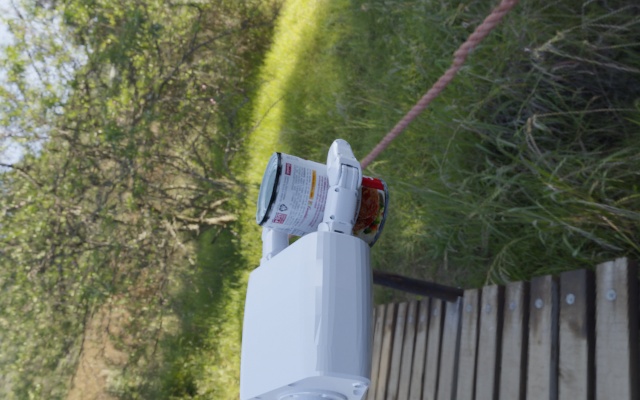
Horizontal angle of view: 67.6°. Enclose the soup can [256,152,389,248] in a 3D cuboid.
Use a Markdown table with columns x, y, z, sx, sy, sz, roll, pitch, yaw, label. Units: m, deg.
| x | y | z | sx | sy | sz | roll | pitch | yaw | label |
| --- | --- | --- | --- | --- | --- | --- | --- | --- | --- |
| 0.000 | 0.001 | 0.427 | 0.102 | 0.068 | 0.068 | 14 | -4 | -16 | soup can |
